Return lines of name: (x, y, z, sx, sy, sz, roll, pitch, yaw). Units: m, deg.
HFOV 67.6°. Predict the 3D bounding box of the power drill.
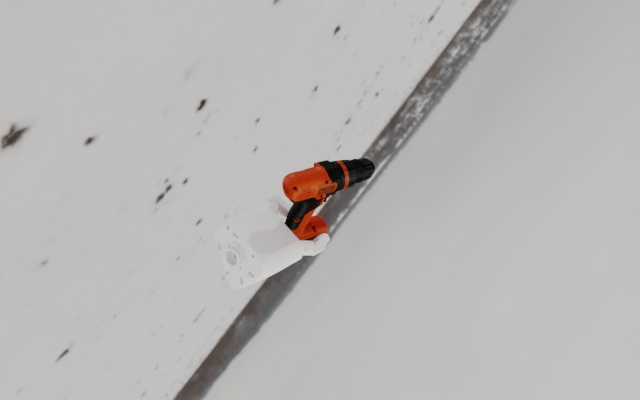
power drill: (0.000, 0.003, 0.870, 0.184, 0.057, 0.188, -14, -36, -31)
